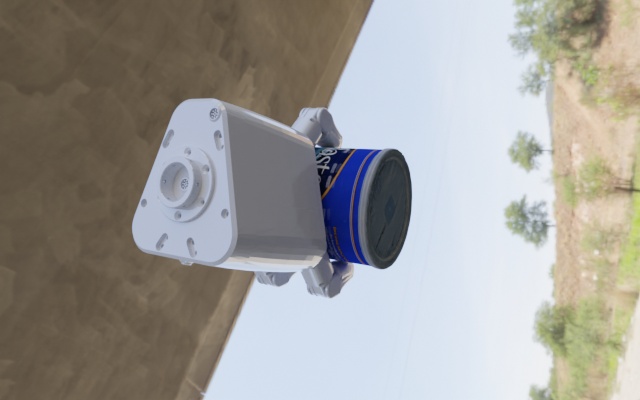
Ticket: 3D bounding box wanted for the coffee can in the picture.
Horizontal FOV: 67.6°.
[{"bbox_3d":[0.000,0.001,0.437,0.140,0.103,0.103,6,3,30],"label":"coffee can"}]
